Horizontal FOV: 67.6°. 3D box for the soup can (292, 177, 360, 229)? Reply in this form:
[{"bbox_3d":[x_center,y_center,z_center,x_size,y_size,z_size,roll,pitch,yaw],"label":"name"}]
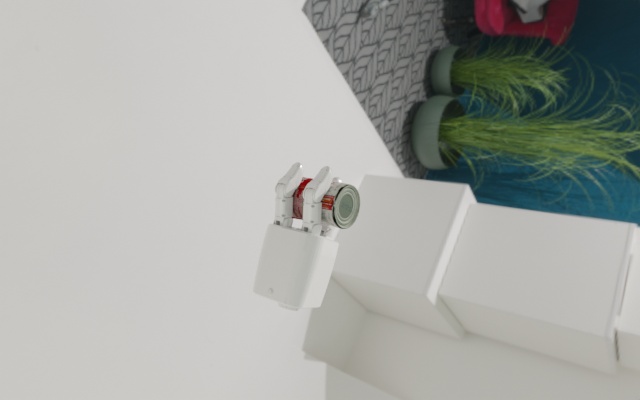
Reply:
[{"bbox_3d":[0.001,0.002,0.722,0.102,0.068,0.068,10,6,37],"label":"soup can"}]
